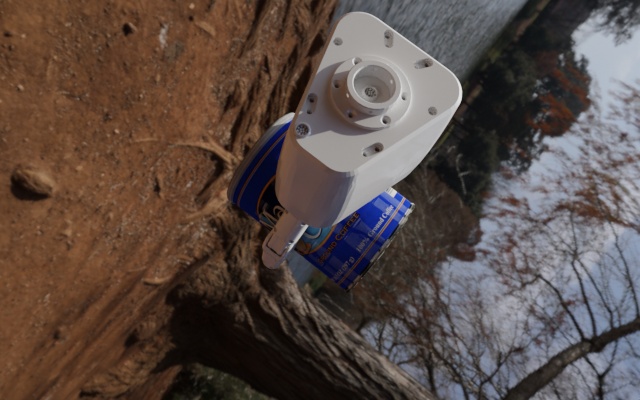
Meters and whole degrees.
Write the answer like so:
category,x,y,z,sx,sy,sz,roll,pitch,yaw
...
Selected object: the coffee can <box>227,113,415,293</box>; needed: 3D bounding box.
category,x,y,z,sx,sy,sz,roll,pitch,yaw
coffee can,0.000,0.001,0.444,0.140,0.103,0.103,38,4,5
